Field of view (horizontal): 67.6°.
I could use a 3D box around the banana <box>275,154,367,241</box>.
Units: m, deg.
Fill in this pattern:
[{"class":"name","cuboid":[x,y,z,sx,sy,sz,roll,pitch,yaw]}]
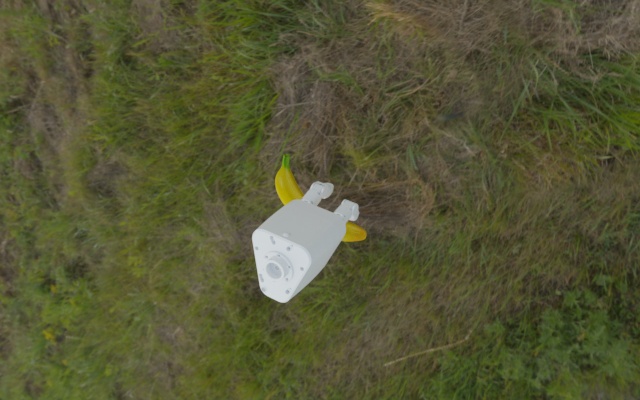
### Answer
[{"class":"banana","cuboid":[-0.012,0.013,0.805,0.070,0.198,0.037,-50,-9,32]}]
